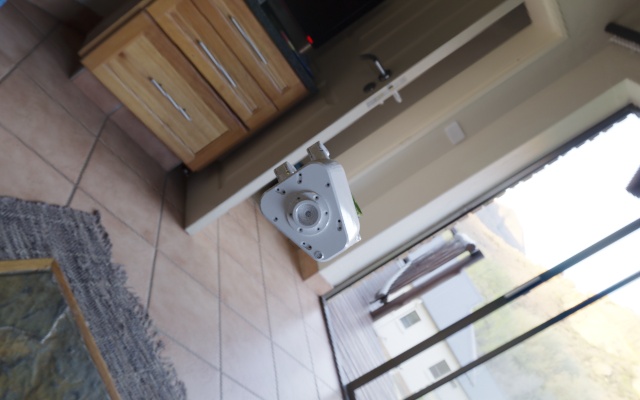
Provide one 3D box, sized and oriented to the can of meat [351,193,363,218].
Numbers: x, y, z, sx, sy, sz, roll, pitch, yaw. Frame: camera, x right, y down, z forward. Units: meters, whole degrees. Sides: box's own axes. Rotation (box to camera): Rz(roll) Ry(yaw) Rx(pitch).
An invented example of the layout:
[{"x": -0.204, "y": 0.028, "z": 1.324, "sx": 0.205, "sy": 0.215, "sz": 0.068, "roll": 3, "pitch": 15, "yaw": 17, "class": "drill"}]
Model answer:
[{"x": 0.000, "y": 0.002, "z": 0.683, "sx": 0.084, "sy": 0.102, "sz": 0.057, "roll": -33, "pitch": -5, "yaw": 10, "class": "can of meat"}]
